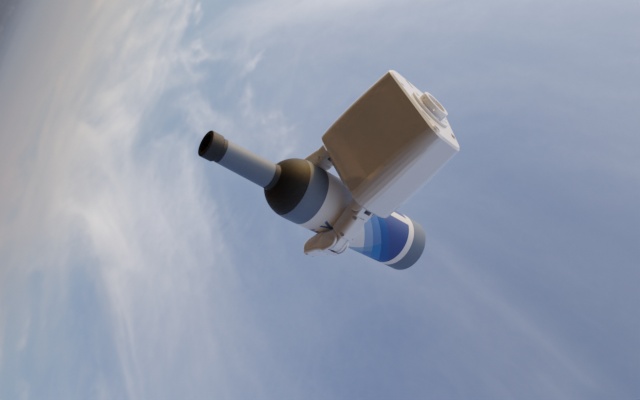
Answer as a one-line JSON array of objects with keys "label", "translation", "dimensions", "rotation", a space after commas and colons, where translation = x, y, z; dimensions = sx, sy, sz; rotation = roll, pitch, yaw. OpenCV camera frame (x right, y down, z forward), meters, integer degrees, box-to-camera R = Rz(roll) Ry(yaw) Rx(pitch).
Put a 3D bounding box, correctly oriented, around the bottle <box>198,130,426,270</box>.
[{"label": "bottle", "translation": [0.000, 0.002, 0.531], "dimensions": [0.296, 0.069, 0.069], "rotation": [27, -16, -34]}]
